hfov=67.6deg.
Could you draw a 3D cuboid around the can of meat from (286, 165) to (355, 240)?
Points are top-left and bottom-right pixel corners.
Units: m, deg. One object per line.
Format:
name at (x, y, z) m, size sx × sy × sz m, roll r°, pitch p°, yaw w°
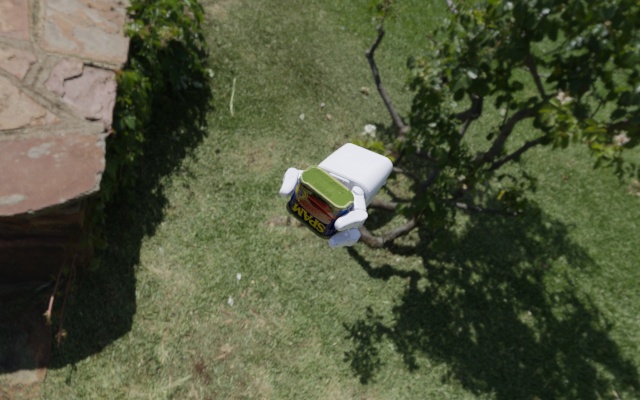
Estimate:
can of meat at (0.000, 0.002, 0.805) m, size 0.102 × 0.084 × 0.057 m, roll 38°, pitch 47°, yaw 11°
